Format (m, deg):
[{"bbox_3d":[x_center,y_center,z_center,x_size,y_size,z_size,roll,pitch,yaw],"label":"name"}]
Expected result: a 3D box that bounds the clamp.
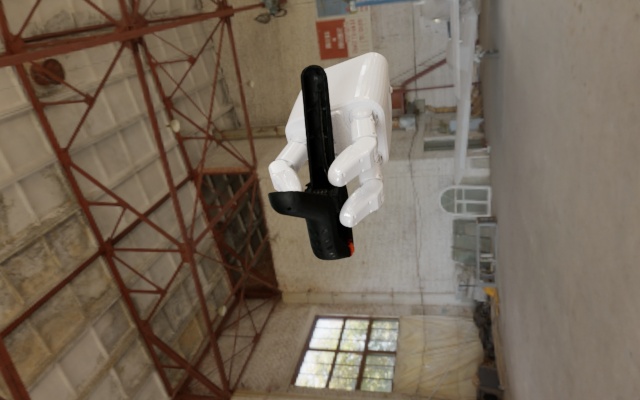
[{"bbox_3d":[-0.001,0.002,0.462,0.036,0.210,0.164,0,45,16],"label":"clamp"}]
